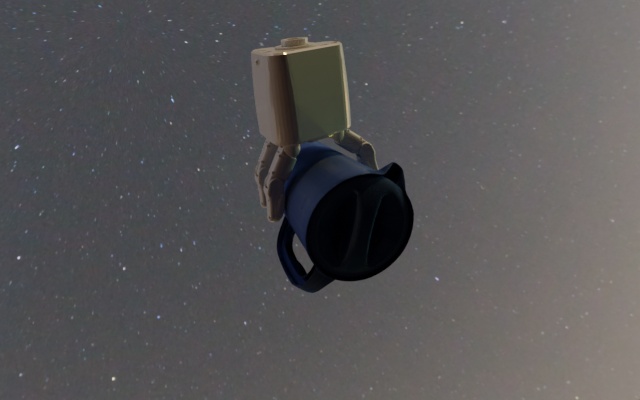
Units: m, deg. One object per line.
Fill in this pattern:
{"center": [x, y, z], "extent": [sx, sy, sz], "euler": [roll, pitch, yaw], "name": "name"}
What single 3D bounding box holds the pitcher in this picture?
{"center": [0.000, 0.002, 0.634], "extent": [0.149, 0.145, 0.242], "euler": [-15, 25, -16], "name": "pitcher"}
